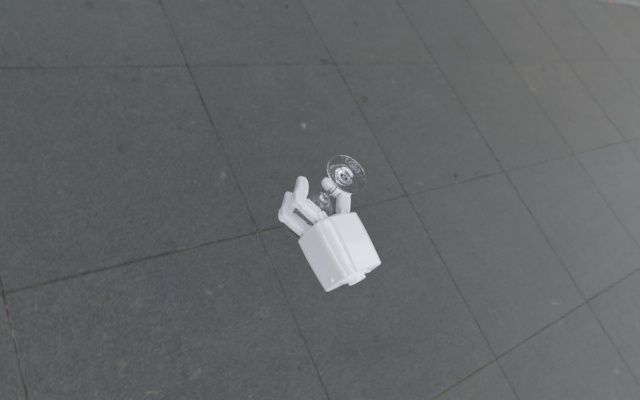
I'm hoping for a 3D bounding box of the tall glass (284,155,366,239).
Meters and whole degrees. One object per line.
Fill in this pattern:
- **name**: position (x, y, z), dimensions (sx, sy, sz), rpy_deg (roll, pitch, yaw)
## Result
- **tall glass**: position (0.000, 0.002, 0.871), dimensions (0.079, 0.079, 0.201), rpy_deg (0, -28, -31)
